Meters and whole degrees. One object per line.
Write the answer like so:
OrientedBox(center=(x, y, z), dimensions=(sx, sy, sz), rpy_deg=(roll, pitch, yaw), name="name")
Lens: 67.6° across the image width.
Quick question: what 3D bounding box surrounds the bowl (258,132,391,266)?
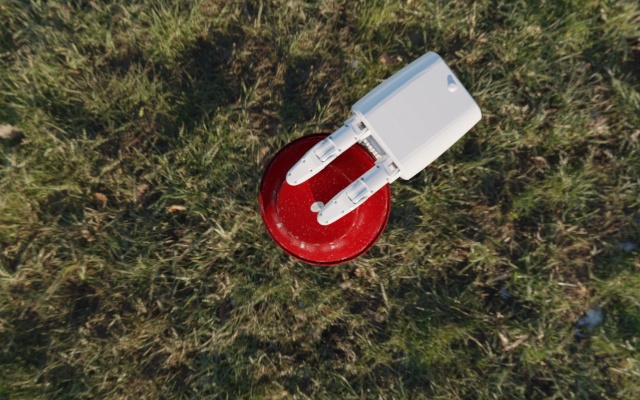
OrientedBox(center=(-0.001, 0.003, 0.551), dimensions=(0.162, 0.162, 0.055), rpy_deg=(0, 6, 8), name="bowl")
